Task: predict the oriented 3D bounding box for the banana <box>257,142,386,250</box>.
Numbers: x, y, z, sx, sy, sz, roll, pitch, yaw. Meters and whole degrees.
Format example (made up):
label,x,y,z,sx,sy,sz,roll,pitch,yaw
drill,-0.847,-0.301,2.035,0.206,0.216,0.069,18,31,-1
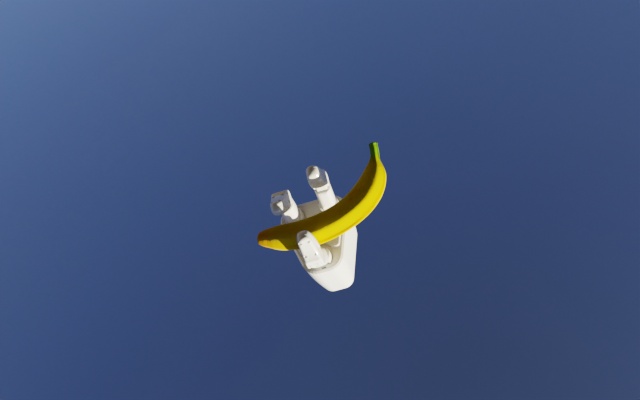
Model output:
label,x,y,z,sx,sy,sz,roll,pitch,yaw
banana,0.013,0.013,0.604,0.198,0.069,0.037,-38,-23,0
